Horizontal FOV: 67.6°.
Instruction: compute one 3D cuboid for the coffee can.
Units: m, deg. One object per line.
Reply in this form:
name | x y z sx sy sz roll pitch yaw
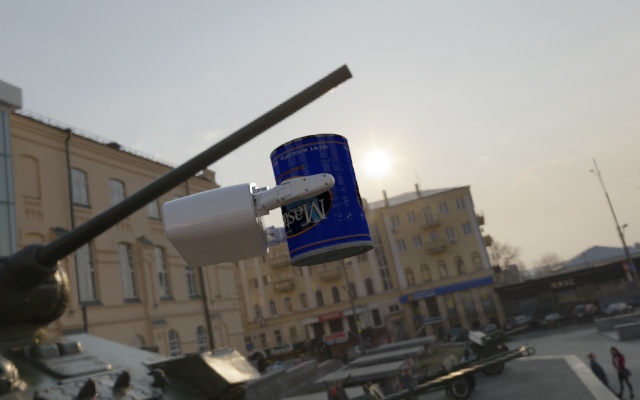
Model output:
coffee can | 0.000 0.002 0.591 0.103 0.140 0.103 -12 -14 -3
